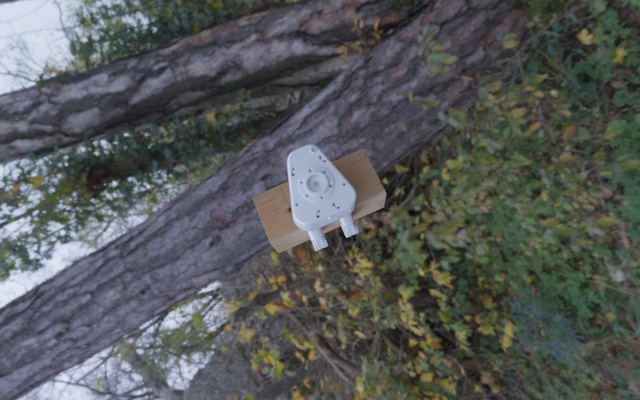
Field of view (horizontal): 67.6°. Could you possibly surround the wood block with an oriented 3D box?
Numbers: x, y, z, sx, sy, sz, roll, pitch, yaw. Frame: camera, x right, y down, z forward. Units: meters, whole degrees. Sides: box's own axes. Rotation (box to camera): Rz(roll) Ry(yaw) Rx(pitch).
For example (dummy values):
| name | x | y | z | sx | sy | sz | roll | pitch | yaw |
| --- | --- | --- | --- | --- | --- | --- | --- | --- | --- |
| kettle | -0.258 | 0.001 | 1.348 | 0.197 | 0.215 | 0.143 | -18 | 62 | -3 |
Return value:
| name | x | y | z | sx | sy | sz | roll | pitch | yaw |
| --- | --- | --- | --- | --- | --- | --- | --- | --- | --- |
| wood block | 0.000 | 0.002 | 0.827 | 0.206 | 0.090 | 0.090 | -23 | -17 | -2 |
